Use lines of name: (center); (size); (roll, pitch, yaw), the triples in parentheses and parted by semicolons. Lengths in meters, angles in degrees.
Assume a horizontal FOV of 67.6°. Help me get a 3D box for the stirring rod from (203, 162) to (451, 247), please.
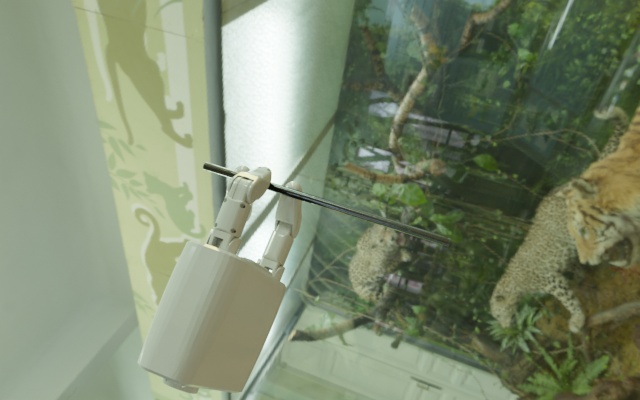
stirring rod: (0.000, 0.002, 0.441); (0.239, 0.011, 0.011); (17, 4, 12)
